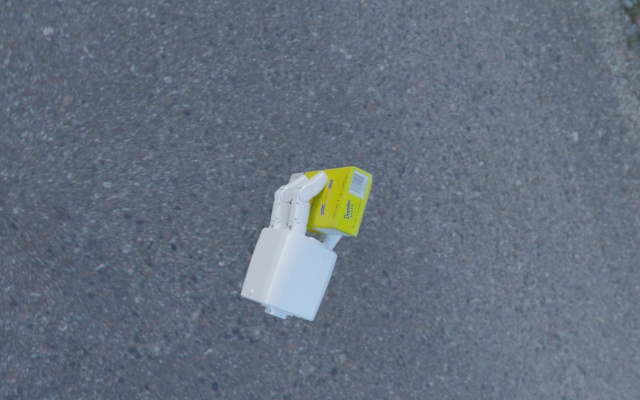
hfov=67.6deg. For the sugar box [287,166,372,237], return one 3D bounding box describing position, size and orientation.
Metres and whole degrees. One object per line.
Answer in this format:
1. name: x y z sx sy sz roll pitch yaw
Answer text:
1. sugar box: 0.000 0.002 0.726 0.048 0.093 0.176 25 -15 -32
